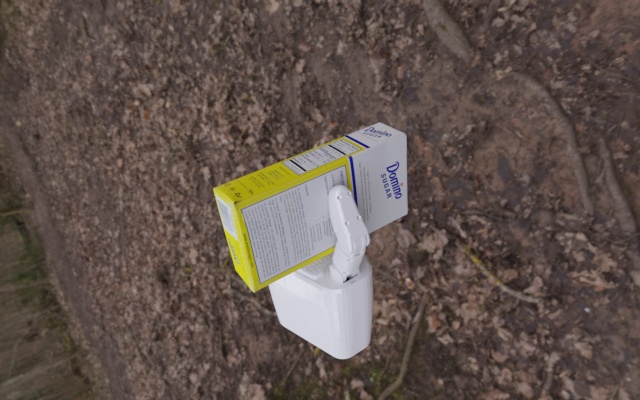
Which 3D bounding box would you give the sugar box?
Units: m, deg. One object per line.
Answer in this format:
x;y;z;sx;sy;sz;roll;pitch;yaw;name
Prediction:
0.000;0.001;0.436;0.176;0.093;0.048;-25;37;-26;sugar box
